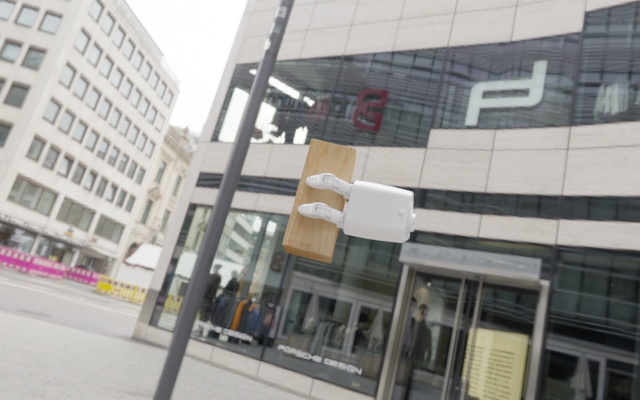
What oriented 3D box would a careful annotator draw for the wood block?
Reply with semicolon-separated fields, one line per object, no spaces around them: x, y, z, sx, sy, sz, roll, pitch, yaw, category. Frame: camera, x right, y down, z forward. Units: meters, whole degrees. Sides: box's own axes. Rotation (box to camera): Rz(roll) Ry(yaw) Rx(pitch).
0.001;0.003;0.899;0.090;0.206;0.091;14;-15;5;wood block
